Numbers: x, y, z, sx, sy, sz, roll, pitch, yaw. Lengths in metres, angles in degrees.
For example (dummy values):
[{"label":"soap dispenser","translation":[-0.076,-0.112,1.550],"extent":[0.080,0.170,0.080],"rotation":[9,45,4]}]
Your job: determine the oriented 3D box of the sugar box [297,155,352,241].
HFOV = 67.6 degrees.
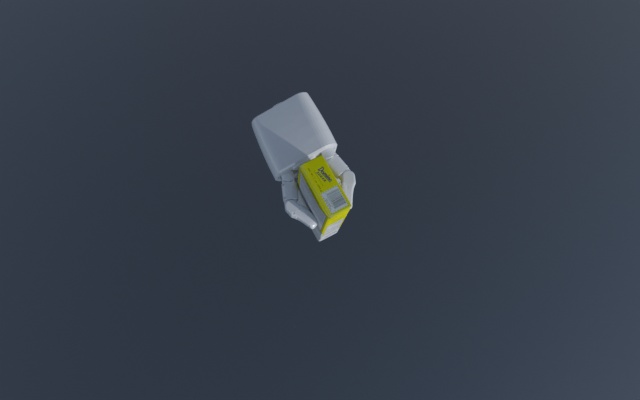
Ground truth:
[{"label":"sugar box","translation":[0.001,0.002,0.775],"extent":[0.048,0.093,0.176],"rotation":[-27,-11,-9]}]
